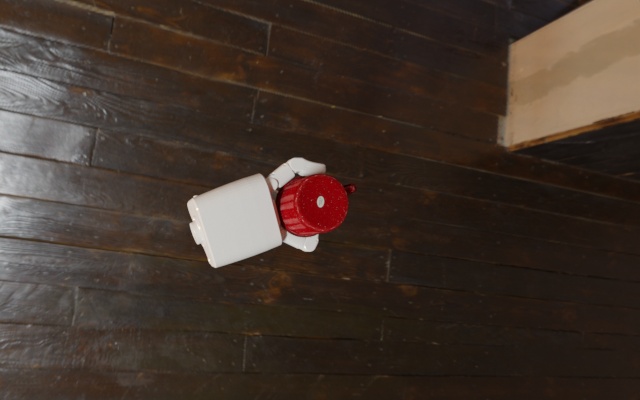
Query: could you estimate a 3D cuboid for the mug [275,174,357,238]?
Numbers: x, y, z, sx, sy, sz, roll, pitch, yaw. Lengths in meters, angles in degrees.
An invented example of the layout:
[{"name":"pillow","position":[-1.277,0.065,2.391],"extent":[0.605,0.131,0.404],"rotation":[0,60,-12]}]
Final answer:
[{"name":"mug","position":[0.001,0.002,0.688],"extent":[0.117,0.093,0.081],"rotation":[-21,3,-20]}]
